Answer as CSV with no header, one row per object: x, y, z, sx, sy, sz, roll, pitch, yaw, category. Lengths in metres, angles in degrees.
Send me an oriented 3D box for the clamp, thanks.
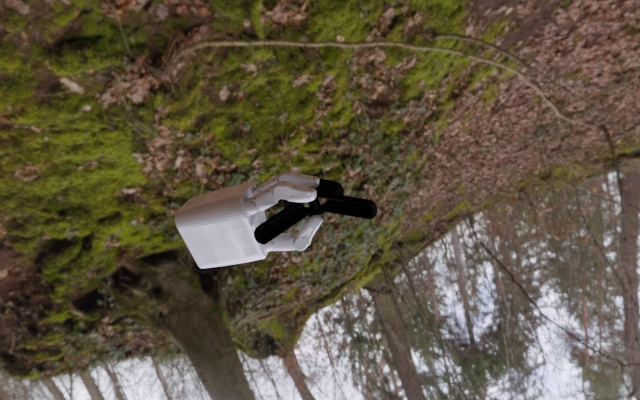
0.000,0.003,0.705,0.164,0.036,0.210,-10,17,8,clamp
